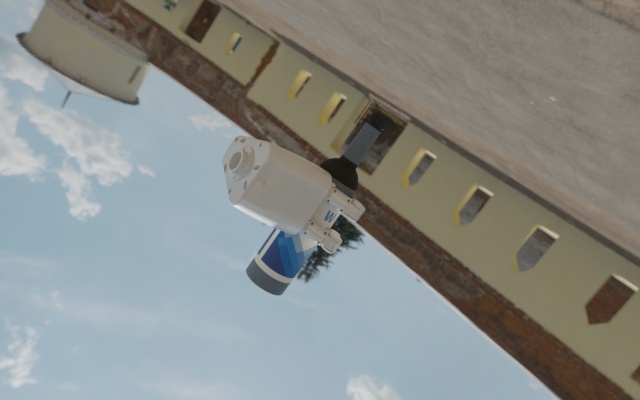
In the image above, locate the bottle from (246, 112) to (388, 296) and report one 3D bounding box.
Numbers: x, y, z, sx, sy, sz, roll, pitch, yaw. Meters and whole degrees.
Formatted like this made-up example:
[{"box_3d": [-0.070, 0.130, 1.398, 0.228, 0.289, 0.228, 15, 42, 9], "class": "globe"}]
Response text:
[{"box_3d": [0.000, 0.002, 0.689, 0.069, 0.296, 0.069, 34, 10, -7], "class": "bottle"}]
